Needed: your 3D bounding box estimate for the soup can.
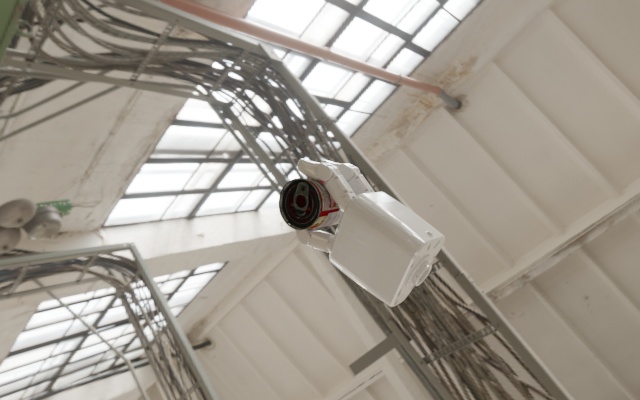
[{"bbox_3d":[0.000,0.002,0.662,0.068,0.068,0.102,0,3,34],"label":"soup can"}]
